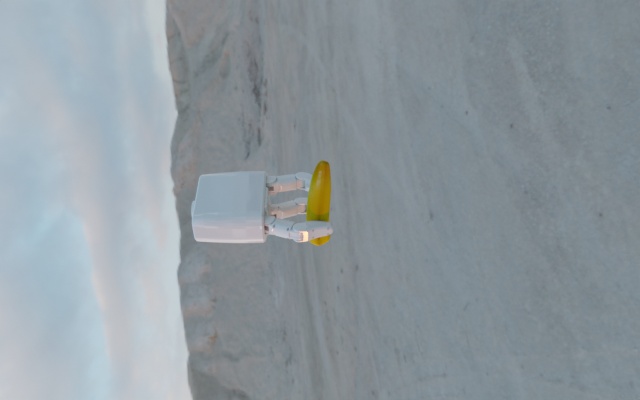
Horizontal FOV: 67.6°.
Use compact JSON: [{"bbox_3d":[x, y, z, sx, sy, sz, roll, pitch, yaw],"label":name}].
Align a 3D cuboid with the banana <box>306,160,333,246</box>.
[{"bbox_3d":[-0.002,0.020,0.743,0.037,0.069,0.198,5,-32,5],"label":"banana"}]
